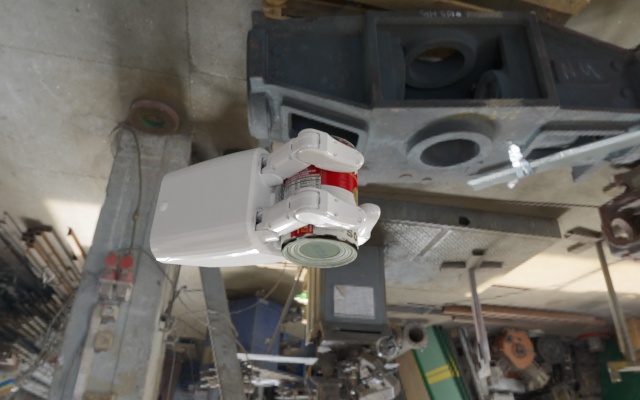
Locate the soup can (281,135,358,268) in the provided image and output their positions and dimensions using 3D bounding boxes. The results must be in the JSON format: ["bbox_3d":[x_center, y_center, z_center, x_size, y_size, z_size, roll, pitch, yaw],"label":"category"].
[{"bbox_3d":[0.001,0.002,0.429,0.068,0.102,0.068,1,-29,1],"label":"soup can"}]
